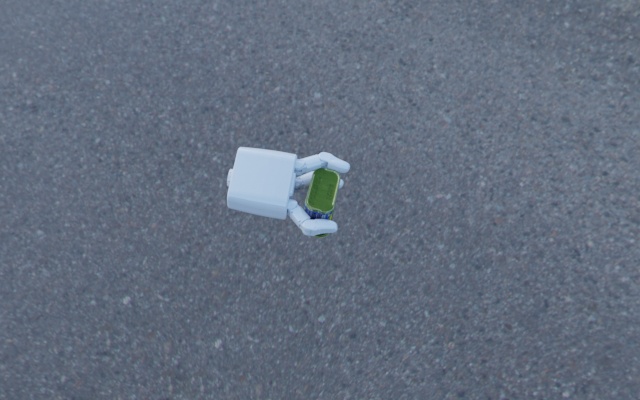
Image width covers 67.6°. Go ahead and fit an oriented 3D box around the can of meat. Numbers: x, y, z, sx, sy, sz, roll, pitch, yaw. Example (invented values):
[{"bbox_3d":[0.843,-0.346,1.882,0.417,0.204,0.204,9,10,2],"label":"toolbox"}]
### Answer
[{"bbox_3d":[0.000,0.003,0.868,0.057,0.102,0.084,13,-35,1],"label":"can of meat"}]
